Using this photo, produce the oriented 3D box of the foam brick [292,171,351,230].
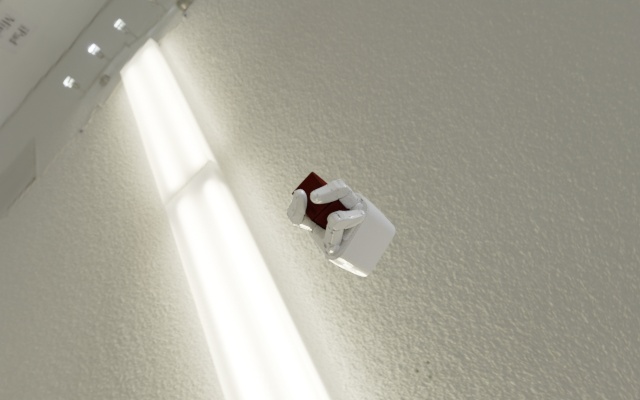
[{"bbox_3d":[0.000,0.002,0.772,0.051,0.053,0.078,36,12,-46],"label":"foam brick"}]
